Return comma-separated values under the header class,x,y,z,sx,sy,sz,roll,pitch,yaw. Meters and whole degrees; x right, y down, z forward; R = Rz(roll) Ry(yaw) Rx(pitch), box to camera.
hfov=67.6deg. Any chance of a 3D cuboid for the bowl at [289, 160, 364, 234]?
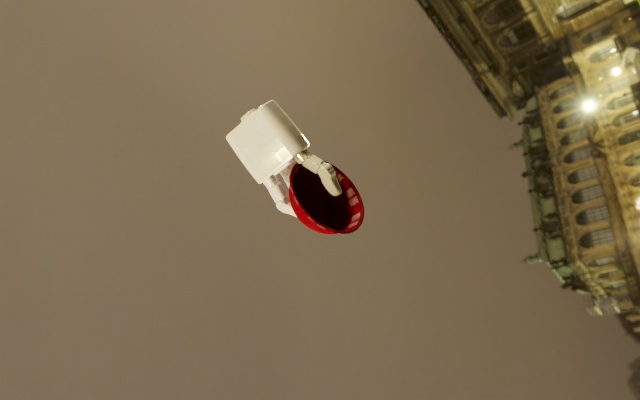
class,x,y,z,sx,sy,sz,roll,pitch,yaw
bowl,0.001,0.004,0.864,0.162,0.162,0.055,0,-33,-42
